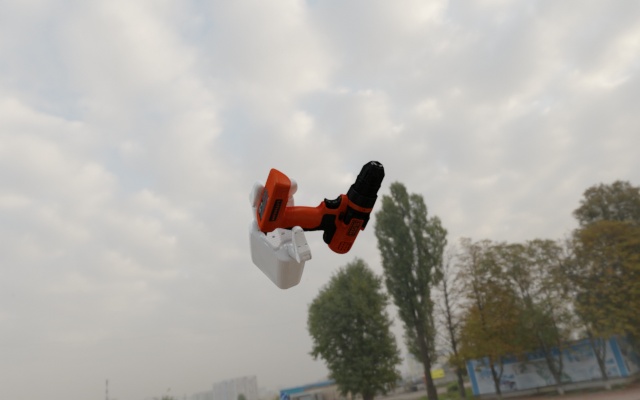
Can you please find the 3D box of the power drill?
[{"bbox_3d":[0.000,0.003,0.789,0.187,0.184,0.057,11,28,-21],"label":"power drill"}]
